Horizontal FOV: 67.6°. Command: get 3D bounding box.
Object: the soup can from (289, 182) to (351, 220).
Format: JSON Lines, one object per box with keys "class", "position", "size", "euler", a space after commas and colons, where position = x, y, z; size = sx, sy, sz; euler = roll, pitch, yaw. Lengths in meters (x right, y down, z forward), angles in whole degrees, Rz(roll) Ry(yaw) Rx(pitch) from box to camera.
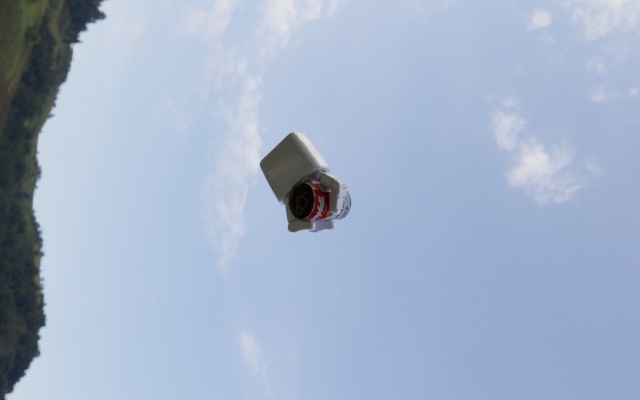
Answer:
{"class": "soup can", "position": [0.001, 0.003, 0.895], "size": [0.068, 0.068, 0.102], "euler": [0, -3, 44]}
